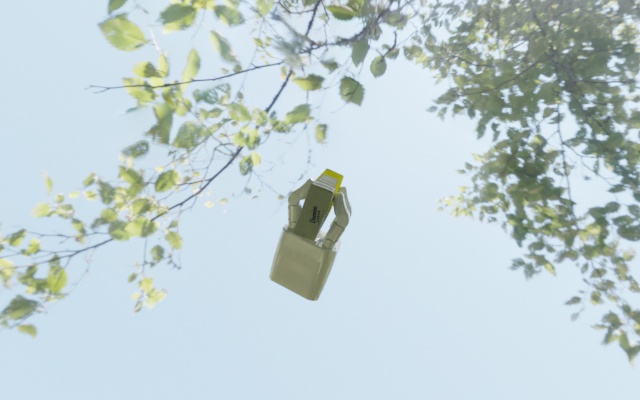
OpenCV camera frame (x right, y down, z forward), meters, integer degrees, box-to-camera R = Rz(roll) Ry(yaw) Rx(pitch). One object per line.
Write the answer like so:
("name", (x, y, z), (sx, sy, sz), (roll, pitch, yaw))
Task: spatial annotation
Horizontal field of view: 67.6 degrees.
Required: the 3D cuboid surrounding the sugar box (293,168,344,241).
("sugar box", (0.001, 0.003, 0.855), (0.048, 0.093, 0.176), (21, 15, 1))
